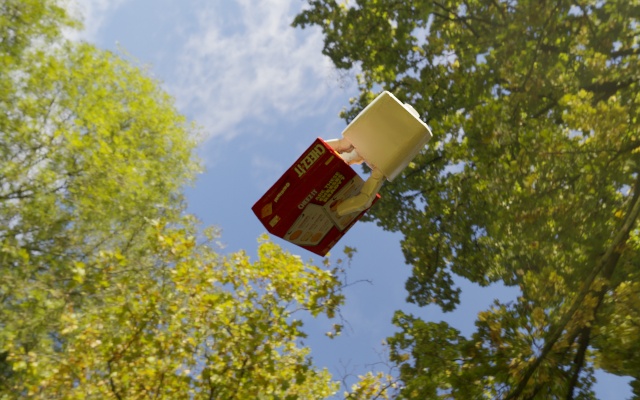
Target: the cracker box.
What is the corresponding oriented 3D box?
[{"bbox_3d":[0.000,0.003,0.839,0.072,0.164,0.214,46,5,29],"label":"cracker box"}]
